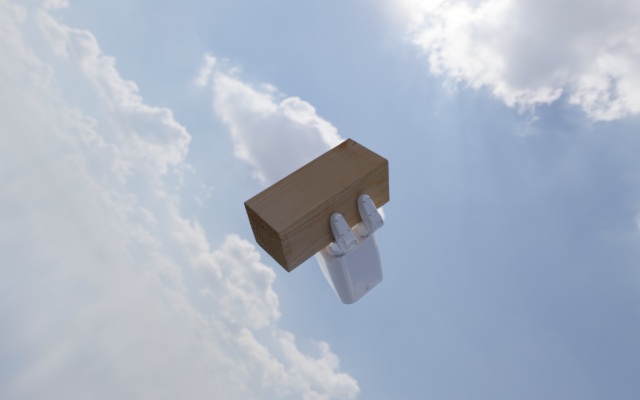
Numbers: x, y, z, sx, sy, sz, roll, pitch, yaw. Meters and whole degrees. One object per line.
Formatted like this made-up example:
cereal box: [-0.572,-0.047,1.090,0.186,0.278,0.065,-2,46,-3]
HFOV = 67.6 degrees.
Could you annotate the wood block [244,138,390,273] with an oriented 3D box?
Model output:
wood block: [0.000,0.002,0.727,0.206,0.090,0.090,-34,47,-24]
